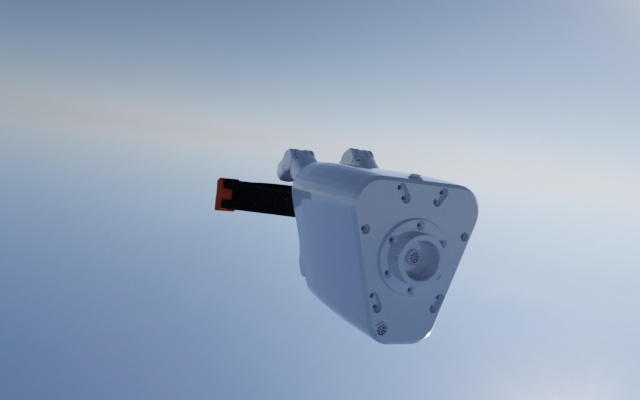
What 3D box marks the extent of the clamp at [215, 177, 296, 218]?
[{"bbox_3d":[0.000,0.002,0.466,0.210,0.036,0.164,5,3,-22],"label":"clamp"}]
